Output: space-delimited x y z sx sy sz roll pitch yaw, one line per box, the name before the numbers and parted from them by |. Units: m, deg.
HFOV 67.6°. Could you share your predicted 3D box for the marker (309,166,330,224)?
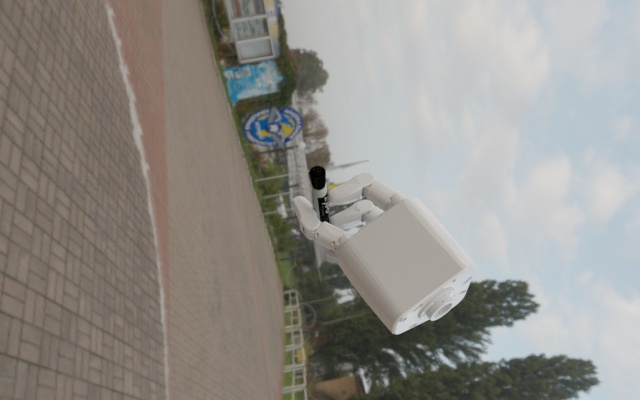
marker | 0.000 0.002 0.572 0.020 0.020 0.121 0 -37 4
